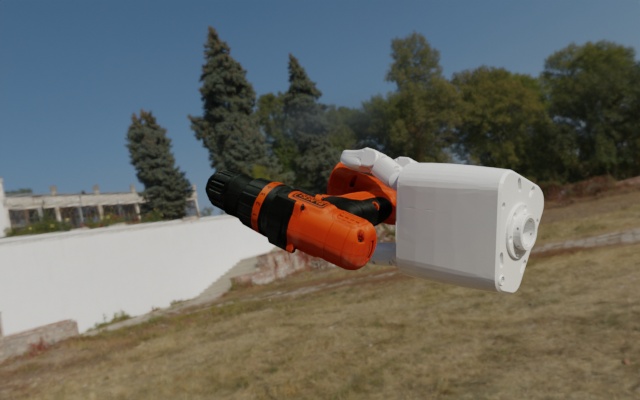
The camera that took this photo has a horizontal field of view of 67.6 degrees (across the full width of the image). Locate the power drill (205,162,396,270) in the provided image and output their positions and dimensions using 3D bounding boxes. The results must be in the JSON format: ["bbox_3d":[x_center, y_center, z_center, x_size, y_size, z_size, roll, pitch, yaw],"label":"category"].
[{"bbox_3d":[0.001,0.002,0.502,0.184,0.057,0.187,23,23,26],"label":"power drill"}]
